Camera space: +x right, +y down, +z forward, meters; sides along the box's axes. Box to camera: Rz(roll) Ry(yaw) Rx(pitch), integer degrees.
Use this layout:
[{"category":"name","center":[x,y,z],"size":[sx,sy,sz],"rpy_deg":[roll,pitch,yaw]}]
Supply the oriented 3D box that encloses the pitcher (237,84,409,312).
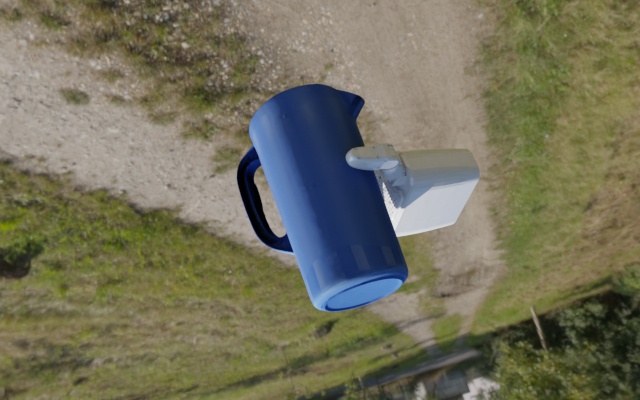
[{"category":"pitcher","center":[0.000,0.002,0.556],"size":[0.145,0.242,0.149],"rpy_deg":[-6,-29,-25]}]
